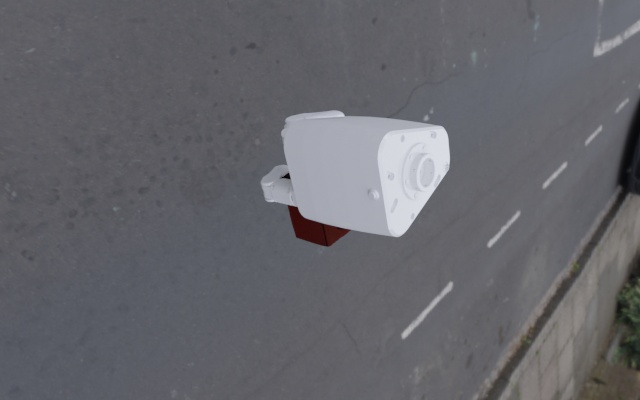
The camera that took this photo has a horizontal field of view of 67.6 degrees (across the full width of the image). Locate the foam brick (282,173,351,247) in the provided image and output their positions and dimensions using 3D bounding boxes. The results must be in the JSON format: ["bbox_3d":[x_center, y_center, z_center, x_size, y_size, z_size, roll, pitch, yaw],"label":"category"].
[{"bbox_3d":[0.000,0.002,0.516,0.051,0.078,0.053,12,35,41],"label":"foam brick"}]
